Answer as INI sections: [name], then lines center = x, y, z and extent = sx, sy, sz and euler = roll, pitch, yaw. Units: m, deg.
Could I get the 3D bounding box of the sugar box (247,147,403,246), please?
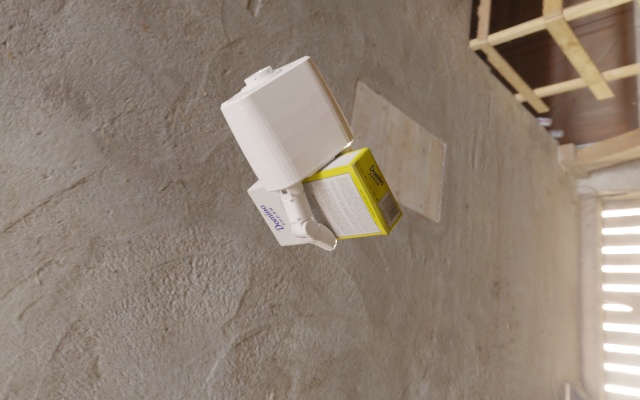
[sugar box]
center = 0.000, 0.001, 0.570
extent = 0.176, 0.093, 0.048
euler = -8, 28, 45
